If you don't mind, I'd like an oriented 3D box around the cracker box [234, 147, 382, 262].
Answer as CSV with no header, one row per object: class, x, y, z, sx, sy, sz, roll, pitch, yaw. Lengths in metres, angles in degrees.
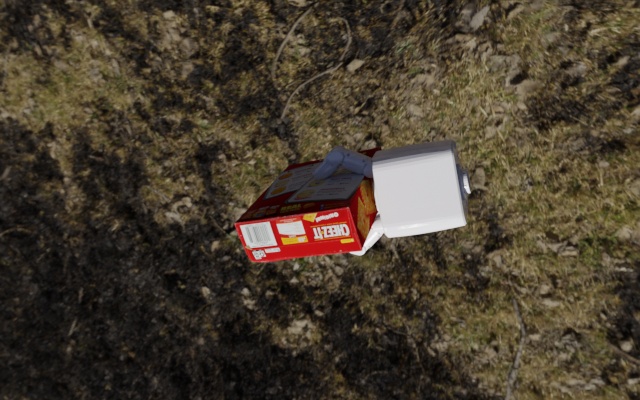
cracker box,0.000,0.002,0.692,0.164,0.072,0.213,-9,22,22
